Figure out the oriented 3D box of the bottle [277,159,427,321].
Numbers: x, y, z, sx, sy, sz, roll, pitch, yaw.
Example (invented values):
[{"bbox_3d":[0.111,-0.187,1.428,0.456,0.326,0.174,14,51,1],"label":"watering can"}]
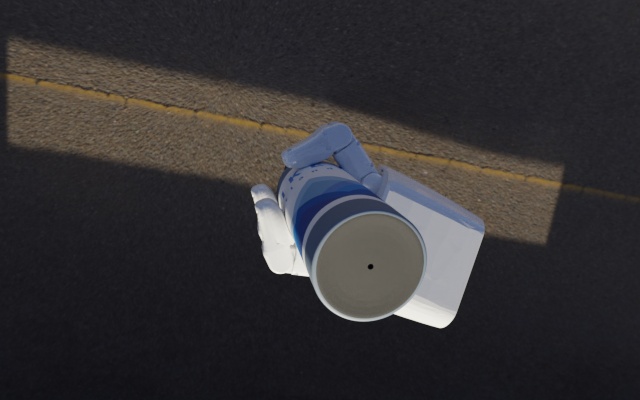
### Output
[{"bbox_3d":[0.000,0.001,0.402,0.069,0.069,0.295,0,14,-11],"label":"bottle"}]
